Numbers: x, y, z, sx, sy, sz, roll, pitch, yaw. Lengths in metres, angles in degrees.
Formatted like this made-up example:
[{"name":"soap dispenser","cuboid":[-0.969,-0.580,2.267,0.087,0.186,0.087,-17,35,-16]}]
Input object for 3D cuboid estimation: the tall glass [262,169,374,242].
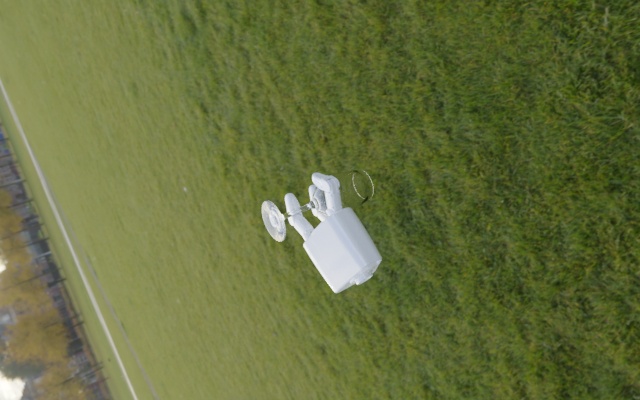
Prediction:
[{"name":"tall glass","cuboid":[0.000,0.003,0.853,0.201,0.079,0.079,-22,11,-30]}]
